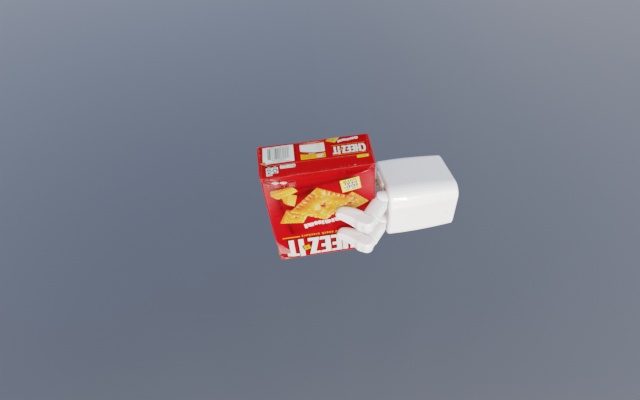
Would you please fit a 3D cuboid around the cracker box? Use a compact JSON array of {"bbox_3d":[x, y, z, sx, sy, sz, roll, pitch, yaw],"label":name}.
[{"bbox_3d":[0.000,0.002,0.747,0.164,0.072,0.214,-8,-39,-1],"label":"cracker box"}]
